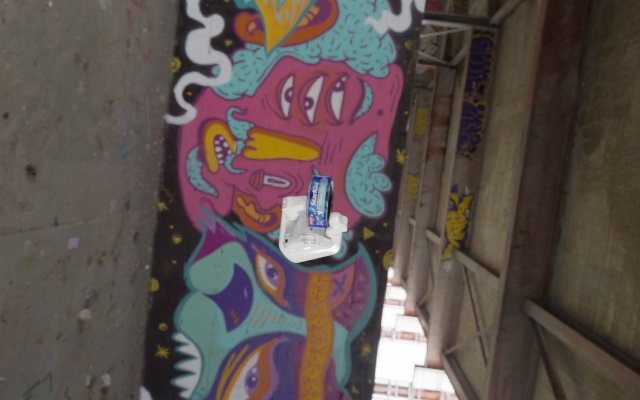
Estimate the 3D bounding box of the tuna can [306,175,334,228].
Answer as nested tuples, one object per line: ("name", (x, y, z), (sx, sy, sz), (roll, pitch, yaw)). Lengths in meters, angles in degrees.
("tuna can", (0.001, 0.003, 0.778), (0.034, 0.086, 0.086), (5, 1, 7))
